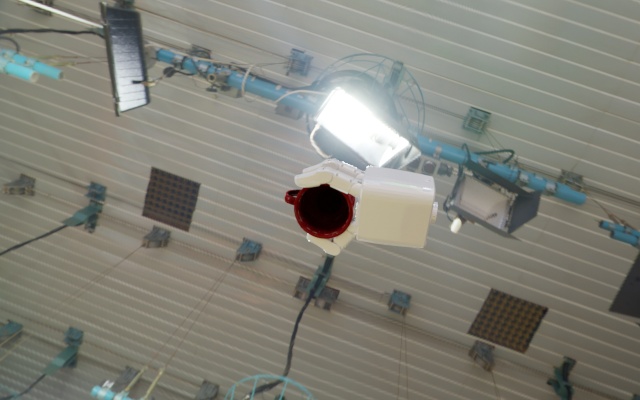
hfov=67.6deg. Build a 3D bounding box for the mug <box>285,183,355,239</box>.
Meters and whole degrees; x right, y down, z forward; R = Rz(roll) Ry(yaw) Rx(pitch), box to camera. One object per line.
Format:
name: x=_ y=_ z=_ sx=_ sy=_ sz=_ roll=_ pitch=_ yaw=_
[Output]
mug: x=-0.001 y=0.002 z=0.772 sx=0.117 sy=0.093 sz=0.081 roll=9 pitch=18 yaw=9
